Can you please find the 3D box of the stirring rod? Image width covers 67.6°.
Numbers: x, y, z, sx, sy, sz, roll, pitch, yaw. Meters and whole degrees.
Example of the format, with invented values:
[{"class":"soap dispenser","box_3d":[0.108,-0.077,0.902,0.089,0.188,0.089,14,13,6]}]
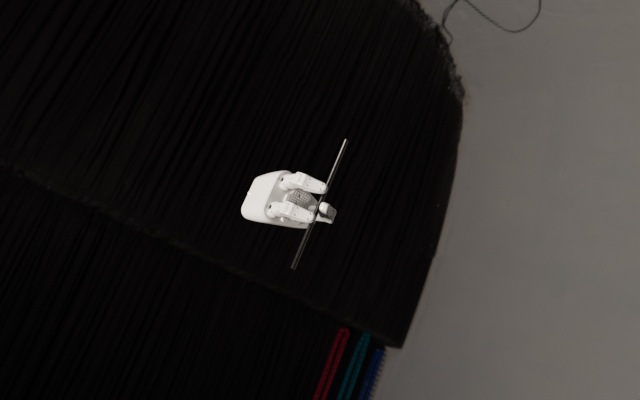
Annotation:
[{"class":"stirring rod","box_3d":[0.000,0.003,0.799,0.011,0.239,0.011,21,-15,6]}]
